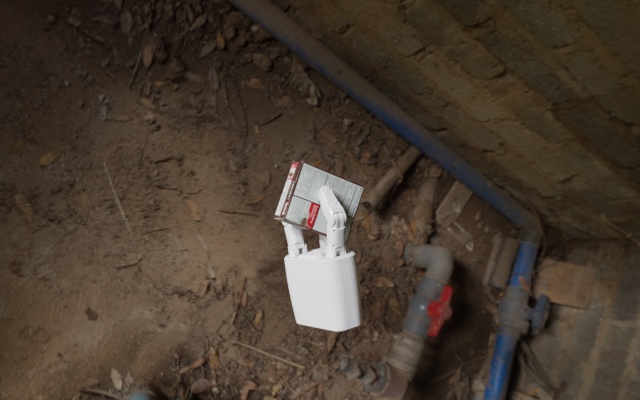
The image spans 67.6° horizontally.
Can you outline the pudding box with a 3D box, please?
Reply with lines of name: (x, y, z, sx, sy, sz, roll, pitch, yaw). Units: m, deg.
pudding box: (0.000, 0.002, 0.698, 0.113, 0.090, 0.039, 21, -8, -27)
